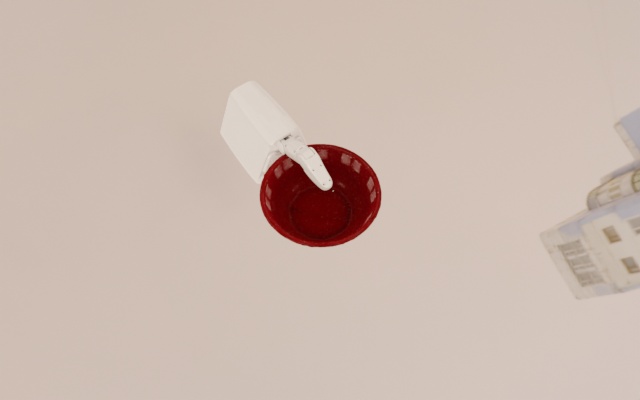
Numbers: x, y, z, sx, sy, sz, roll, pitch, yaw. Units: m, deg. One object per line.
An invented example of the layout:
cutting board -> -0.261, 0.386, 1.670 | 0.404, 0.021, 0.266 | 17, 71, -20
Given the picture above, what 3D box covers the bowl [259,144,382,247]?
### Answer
bowl -> 0.001, 0.003, 0.651 | 0.162, 0.162, 0.055 | 0, -32, 0
